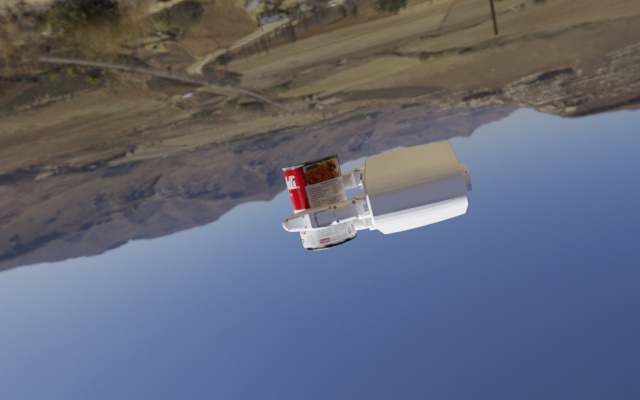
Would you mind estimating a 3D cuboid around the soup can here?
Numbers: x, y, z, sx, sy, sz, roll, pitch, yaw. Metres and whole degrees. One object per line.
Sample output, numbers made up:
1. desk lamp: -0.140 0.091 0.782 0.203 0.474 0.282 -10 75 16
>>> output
1. soup can: 0.000 0.002 0.574 0.068 0.102 0.068 -15 5 1
